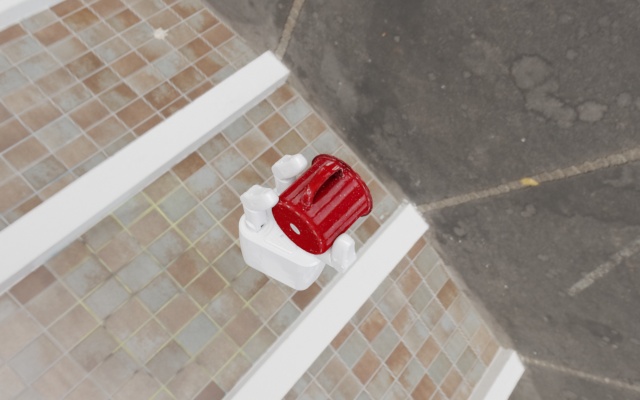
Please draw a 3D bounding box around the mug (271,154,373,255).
[{"bbox_3d":[0.000,0.001,0.533,0.093,0.081,0.117,39,-27,15],"label":"mug"}]
